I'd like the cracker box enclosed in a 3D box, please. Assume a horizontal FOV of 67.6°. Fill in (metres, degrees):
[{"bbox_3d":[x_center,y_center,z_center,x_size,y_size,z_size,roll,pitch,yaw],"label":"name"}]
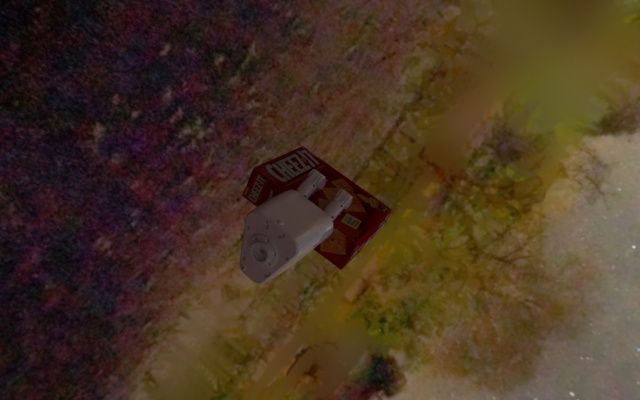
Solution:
[{"bbox_3d":[0.000,0.003,0.833,0.213,0.072,0.164,37,32,13],"label":"cracker box"}]
